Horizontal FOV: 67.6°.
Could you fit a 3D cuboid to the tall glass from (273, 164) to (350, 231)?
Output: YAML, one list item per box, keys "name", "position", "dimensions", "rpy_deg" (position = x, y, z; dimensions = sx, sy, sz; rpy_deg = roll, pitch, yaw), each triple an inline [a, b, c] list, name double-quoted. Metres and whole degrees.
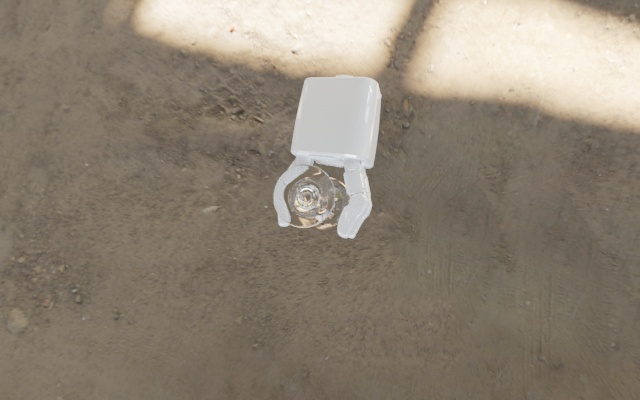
- name: "tall glass"
  position: [0.000, 0.002, 0.650]
  dimensions: [0.079, 0.079, 0.201]
  rpy_deg: [0, -5, 11]
